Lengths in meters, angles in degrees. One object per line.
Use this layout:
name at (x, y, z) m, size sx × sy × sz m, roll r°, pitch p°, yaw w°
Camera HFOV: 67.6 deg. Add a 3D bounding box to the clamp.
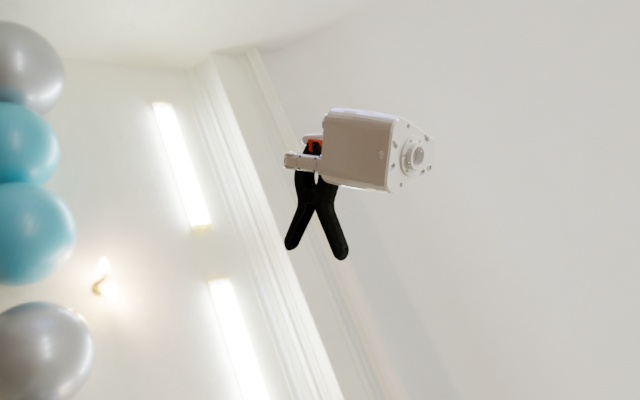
clamp at (0.000, 0.002, 0.674) m, size 0.120 × 0.171 × 0.039 m, roll 15°, pitch 14°, yaw 38°
